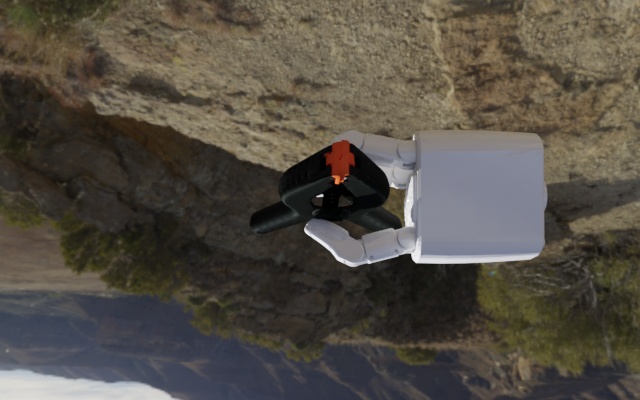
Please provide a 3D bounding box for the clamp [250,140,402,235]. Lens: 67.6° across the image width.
[{"bbox_3d":[0.000,0.002,0.440,0.164,0.036,0.210,-1,-18,4],"label":"clamp"}]
